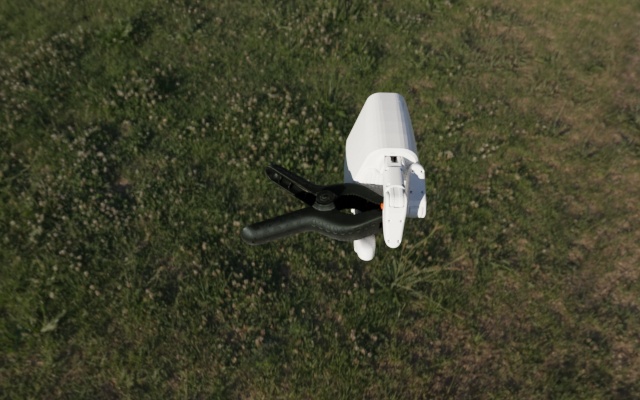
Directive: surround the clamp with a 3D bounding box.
[{"bbox_3d":[0.000,0.001,0.550,0.171,0.120,0.039,1,-39,0],"label":"clamp"}]
